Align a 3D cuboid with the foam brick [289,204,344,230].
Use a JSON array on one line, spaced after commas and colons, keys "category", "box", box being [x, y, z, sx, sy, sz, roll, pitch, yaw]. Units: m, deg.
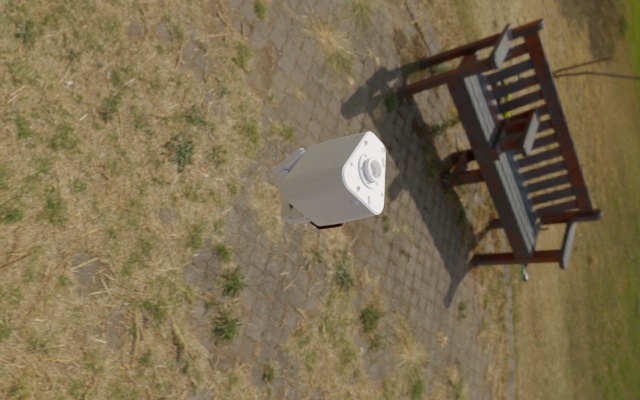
[{"category": "foam brick", "box": [0.000, 0.003, 0.740, 0.051, 0.053, 0.078, -11, -40, 41]}]
